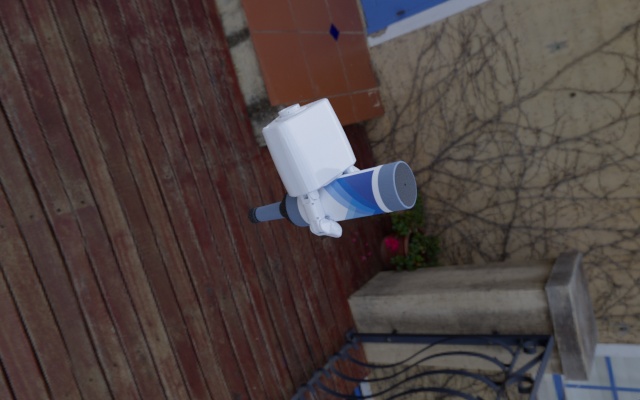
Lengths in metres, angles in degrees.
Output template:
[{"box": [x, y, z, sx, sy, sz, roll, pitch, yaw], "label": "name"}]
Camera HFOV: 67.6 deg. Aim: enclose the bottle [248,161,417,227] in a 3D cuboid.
[{"box": [0.000, 0.002, 0.738, 0.296, 0.069, 0.069, -12, -7, 36], "label": "bottle"}]
